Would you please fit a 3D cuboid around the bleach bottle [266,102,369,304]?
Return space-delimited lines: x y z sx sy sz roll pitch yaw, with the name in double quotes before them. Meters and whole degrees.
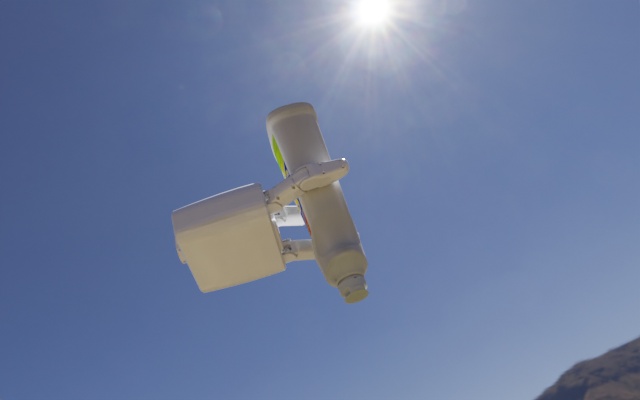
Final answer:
"bleach bottle" 0.000 0.002 0.570 0.068 0.250 0.103 -17 -35 -7
